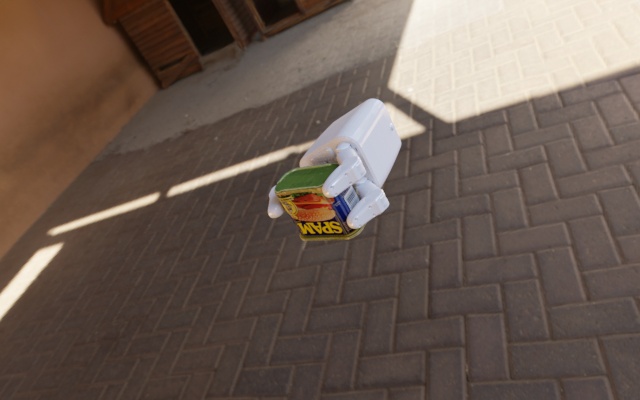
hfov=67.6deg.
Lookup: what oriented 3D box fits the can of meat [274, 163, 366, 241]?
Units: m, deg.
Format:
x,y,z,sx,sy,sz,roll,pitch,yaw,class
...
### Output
x,y,z,sx,sy,sz,roll,pitch,yaw,class
0.000,0.002,0.616,0.102,0.084,0.057,-5,37,40,can of meat
